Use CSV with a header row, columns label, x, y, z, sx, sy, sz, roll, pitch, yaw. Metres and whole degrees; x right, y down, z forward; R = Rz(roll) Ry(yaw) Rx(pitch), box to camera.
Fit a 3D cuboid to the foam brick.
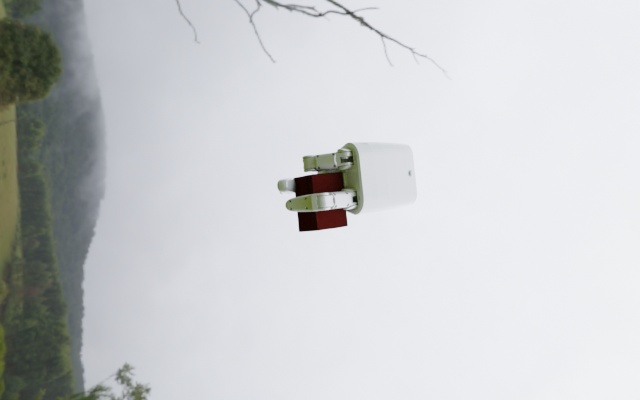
label,x,y,z,sx,sy,sz,roll,pitch,yaw
foam brick,0.000,0.002,0.661,0.051,0.078,0.053,-6,0,-32
